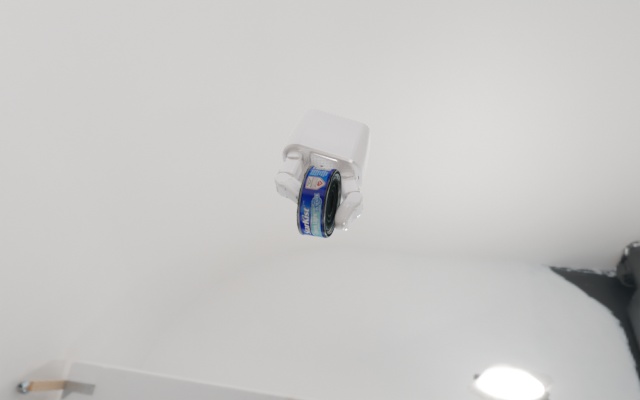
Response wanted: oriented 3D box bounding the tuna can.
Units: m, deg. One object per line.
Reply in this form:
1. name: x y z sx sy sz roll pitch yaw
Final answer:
1. tuna can: 0.001 0.002 0.578 0.034 0.086 0.086 8 2 14
